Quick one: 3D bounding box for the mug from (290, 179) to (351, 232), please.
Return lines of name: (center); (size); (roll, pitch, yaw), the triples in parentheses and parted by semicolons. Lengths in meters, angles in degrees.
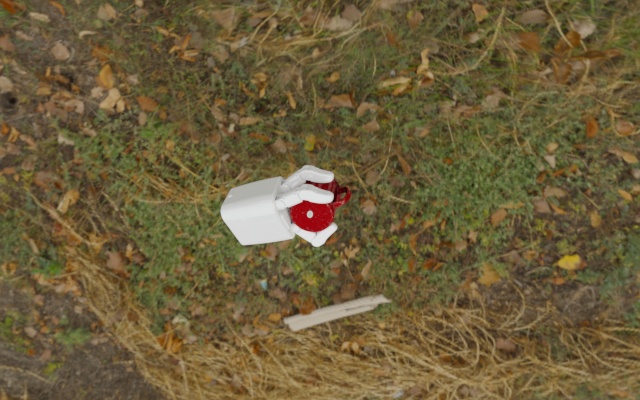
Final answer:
mug: (0.002, 0.003, 0.885); (0.117, 0.093, 0.081); (-11, 30, 16)
